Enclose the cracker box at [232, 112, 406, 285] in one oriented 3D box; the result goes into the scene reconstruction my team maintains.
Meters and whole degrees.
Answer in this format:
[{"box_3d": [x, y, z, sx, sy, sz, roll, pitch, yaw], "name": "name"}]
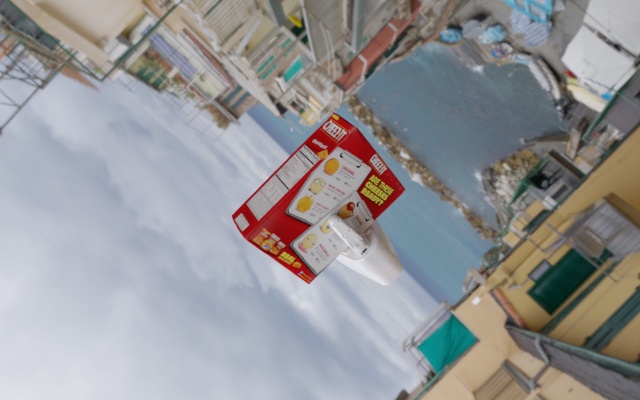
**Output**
[{"box_3d": [0.000, 0.003, 0.709, 0.164, 0.213, 0.072, 44, 2, -44], "name": "cracker box"}]
